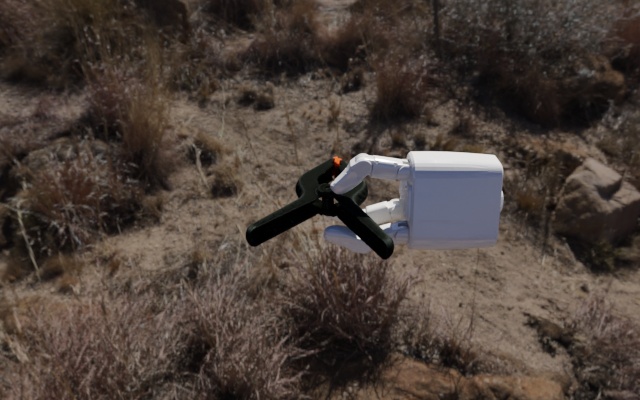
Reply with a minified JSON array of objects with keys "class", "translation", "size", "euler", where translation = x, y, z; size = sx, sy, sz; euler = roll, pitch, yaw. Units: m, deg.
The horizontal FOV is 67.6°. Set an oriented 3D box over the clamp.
[{"class":"clamp","translation":[0.000,0.001,0.599],"size":[0.164,0.036,0.209],"euler":[2,31,0]}]
